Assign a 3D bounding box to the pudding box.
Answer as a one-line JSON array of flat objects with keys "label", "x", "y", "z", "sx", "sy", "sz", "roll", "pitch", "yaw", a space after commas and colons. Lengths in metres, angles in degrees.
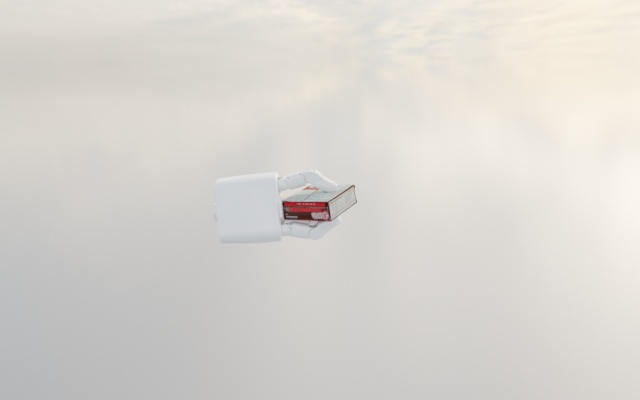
[{"label": "pudding box", "x": 0.000, "y": 0.003, "z": 0.822, "sx": 0.090, "sy": 0.039, "sz": 0.113, "roll": 2, "pitch": 19, "yaw": 28}]
